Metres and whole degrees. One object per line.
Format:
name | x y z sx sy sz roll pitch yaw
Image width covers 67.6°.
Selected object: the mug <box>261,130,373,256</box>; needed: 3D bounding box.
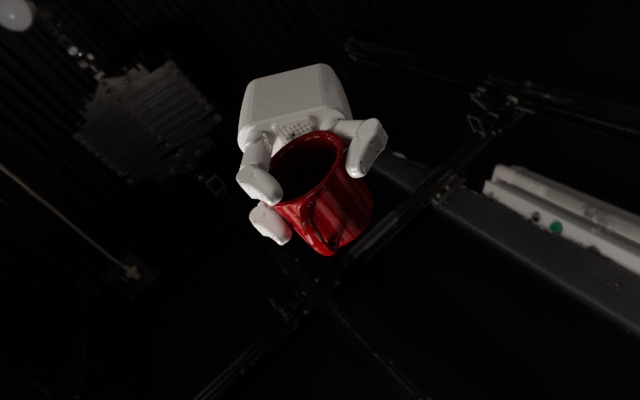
mug | 0.000 0.003 0.453 0.093 0.117 0.081 -25 -50 17
